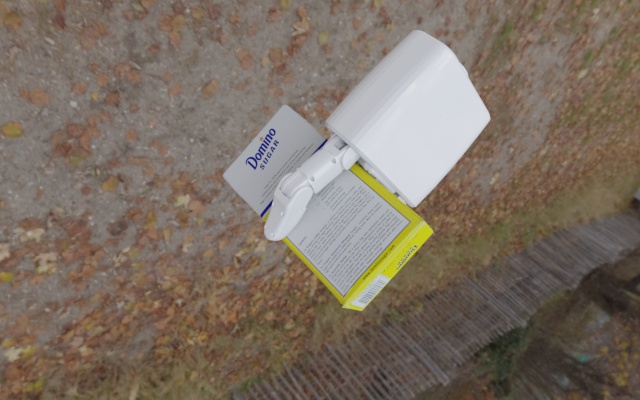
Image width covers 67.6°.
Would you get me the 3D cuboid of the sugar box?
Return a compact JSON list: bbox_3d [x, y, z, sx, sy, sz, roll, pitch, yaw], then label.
[{"bbox_3d":[0.000,0.001,0.420,0.176,0.093,0.048,45,5,31],"label":"sugar box"}]
